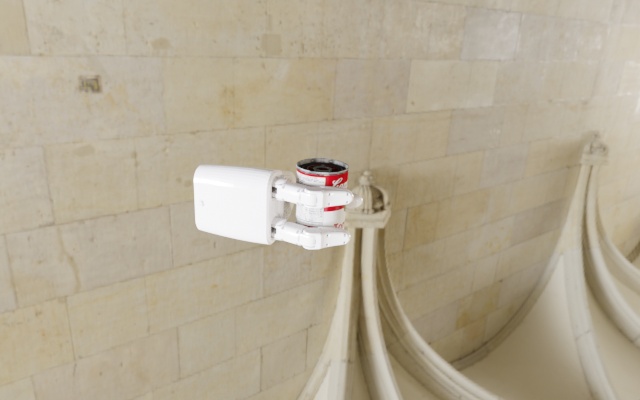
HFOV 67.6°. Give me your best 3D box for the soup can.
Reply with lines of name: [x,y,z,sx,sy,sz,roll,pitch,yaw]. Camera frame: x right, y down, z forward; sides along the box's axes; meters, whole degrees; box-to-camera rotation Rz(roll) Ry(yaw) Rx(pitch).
soup can: [0.001,0.002,0.629,0.068,0.102,0.068,3,20,-1]
